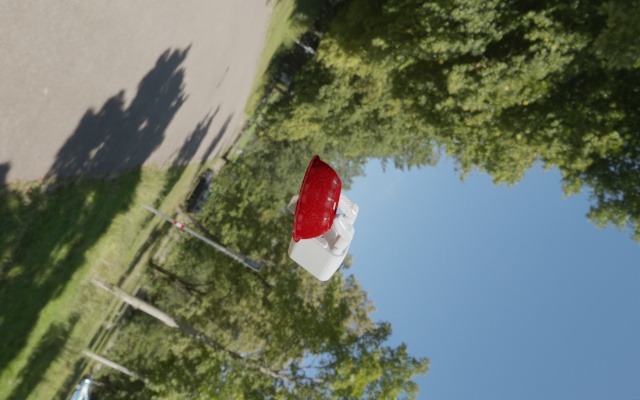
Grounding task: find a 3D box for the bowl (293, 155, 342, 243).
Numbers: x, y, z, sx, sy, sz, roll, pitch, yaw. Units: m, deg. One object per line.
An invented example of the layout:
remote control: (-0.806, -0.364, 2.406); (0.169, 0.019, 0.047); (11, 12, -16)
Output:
bowl: (0.001, 0.002, 0.846); (0.055, 0.162, 0.162); (14, 2, 9)
